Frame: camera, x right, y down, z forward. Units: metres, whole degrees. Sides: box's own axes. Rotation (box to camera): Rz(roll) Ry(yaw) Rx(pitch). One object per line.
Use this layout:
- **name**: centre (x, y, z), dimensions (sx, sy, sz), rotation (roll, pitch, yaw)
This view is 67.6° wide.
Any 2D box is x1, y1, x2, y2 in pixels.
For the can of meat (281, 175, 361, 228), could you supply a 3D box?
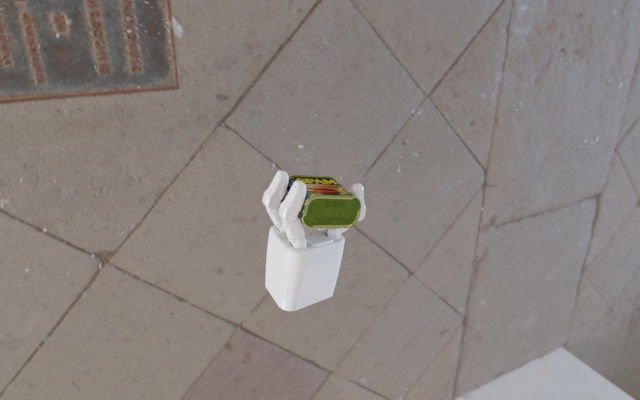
- **can of meat**: centre (0.000, 0.002, 0.726), dimensions (0.102, 0.057, 0.084), rotation (1, 21, -29)
